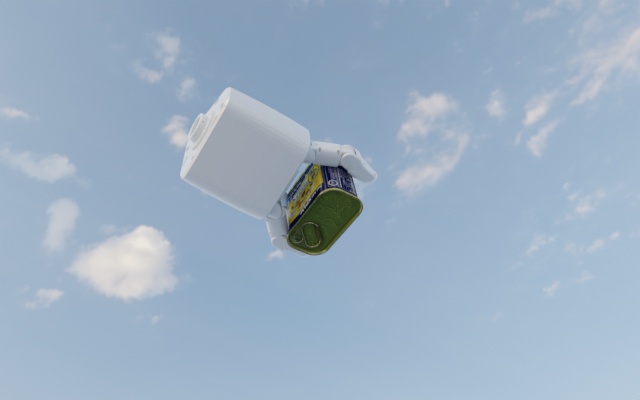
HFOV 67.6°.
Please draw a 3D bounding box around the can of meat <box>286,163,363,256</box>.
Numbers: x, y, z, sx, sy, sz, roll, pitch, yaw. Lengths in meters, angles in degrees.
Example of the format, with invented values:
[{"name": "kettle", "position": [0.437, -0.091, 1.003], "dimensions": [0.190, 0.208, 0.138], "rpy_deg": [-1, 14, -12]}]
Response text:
[{"name": "can of meat", "position": [0.000, 0.002, 0.585], "dimensions": [0.057, 0.102, 0.084], "rpy_deg": [24, 32, -24]}]
